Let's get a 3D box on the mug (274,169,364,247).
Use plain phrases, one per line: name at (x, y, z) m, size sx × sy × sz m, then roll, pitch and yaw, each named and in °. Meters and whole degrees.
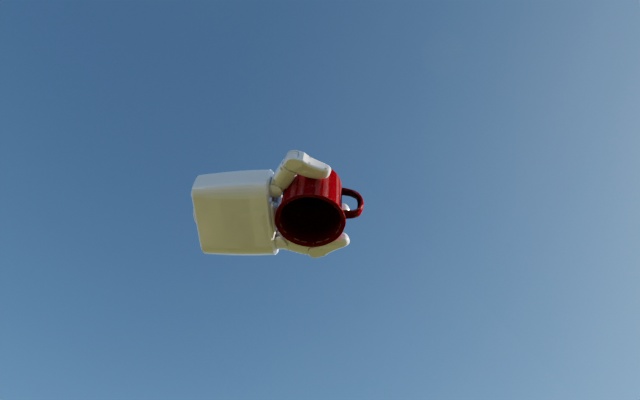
mug at (0.002, 0.002, 0.649) m, size 0.117 × 0.093 × 0.081 m, roll -1°, pitch 39°, yaw 4°
